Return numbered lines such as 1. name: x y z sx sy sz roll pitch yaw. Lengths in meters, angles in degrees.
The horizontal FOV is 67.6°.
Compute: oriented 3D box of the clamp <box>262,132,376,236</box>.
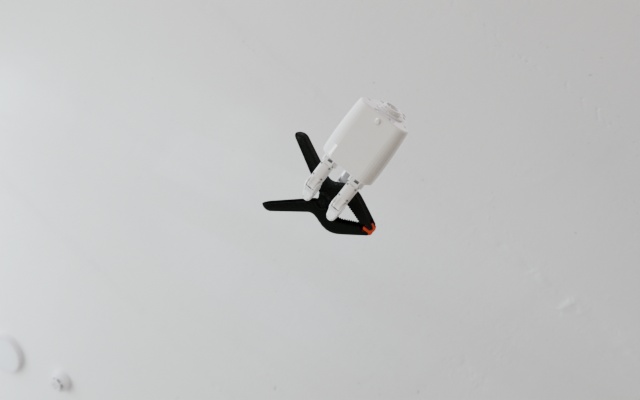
1. clamp: 0.001 0.003 0.843 0.210 0.165 0.036 40 28 7
